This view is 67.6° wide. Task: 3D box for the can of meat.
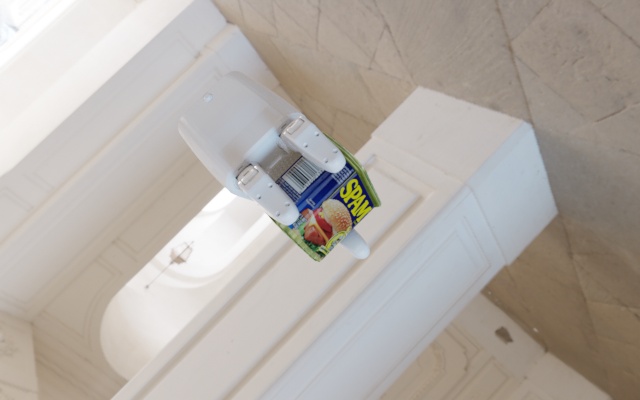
[{"bbox_3d":[0.000,0.002,0.430,0.057,0.084,0.102,43,-5,30],"label":"can of meat"}]
